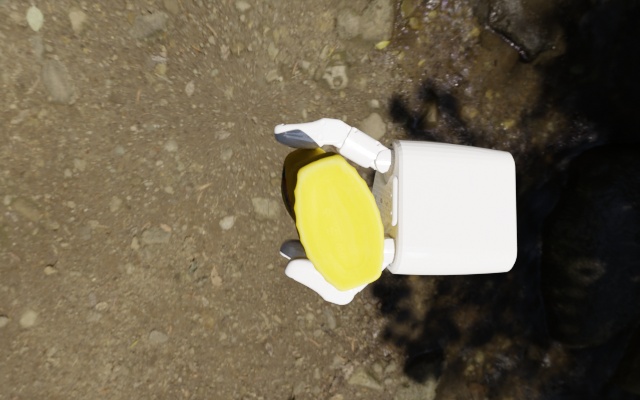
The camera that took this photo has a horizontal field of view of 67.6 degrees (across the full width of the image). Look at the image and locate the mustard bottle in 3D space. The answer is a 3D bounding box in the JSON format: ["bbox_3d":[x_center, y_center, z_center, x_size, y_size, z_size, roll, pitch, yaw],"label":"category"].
[{"bbox_3d":[0.000,0.001,0.412,0.058,0.096,0.191,-22,13,-4],"label":"mustard bottle"}]
